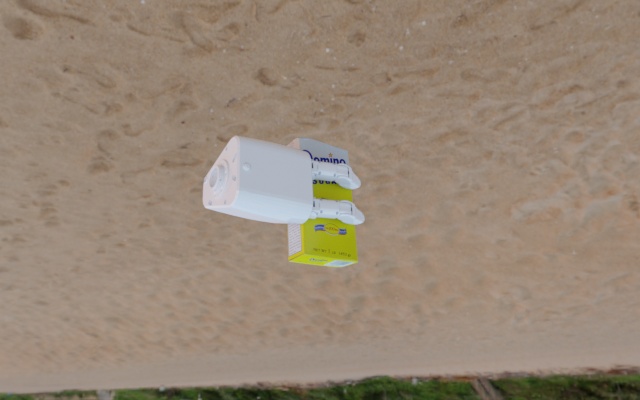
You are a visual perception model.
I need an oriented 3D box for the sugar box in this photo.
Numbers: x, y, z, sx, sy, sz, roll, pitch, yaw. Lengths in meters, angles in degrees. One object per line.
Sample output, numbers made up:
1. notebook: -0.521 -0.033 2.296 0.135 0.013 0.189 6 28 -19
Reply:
1. sugar box: 0.000 0.002 0.675 0.093 0.176 0.048 12 -25 -35
